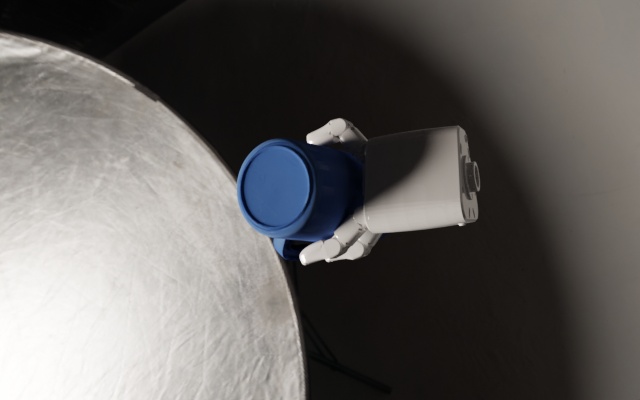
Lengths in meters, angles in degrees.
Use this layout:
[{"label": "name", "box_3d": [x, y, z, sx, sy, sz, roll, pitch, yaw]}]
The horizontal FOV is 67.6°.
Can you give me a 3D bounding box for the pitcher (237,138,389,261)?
[{"label": "pitcher", "box_3d": [0.000, 0.002, 0.609, 0.145, 0.149, 0.243, -7, -7, 27]}]
